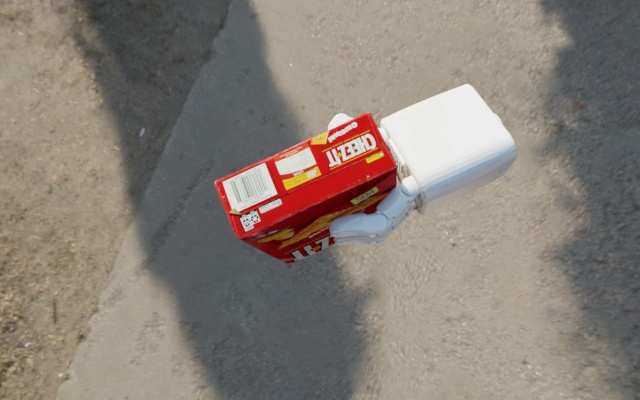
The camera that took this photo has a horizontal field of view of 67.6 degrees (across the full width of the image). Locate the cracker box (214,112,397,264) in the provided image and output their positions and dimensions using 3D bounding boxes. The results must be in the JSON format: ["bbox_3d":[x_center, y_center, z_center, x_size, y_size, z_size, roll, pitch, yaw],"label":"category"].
[{"bbox_3d":[0.000,0.002,0.539,0.164,0.072,0.214,-24,-16,2],"label":"cracker box"}]
